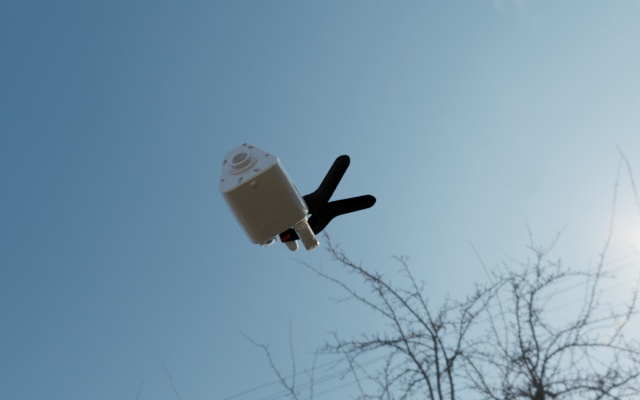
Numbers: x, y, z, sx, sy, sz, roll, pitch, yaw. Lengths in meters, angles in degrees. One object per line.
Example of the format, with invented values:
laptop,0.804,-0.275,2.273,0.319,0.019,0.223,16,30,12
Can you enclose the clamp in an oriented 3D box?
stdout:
clamp,0.000,0.002,0.759,0.171,0.120,0.039,-30,36,-4
